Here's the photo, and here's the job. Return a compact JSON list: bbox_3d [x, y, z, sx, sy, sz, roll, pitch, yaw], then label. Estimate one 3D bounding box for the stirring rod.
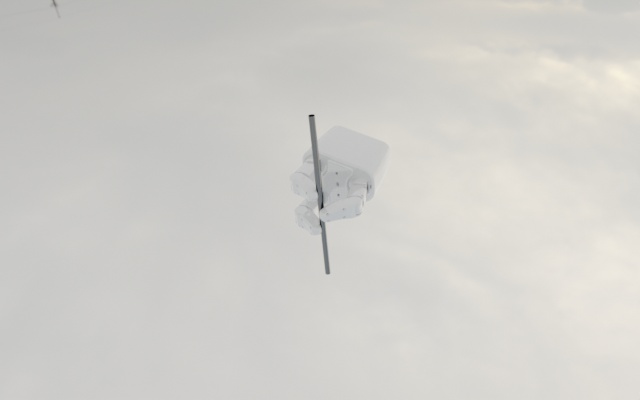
[{"bbox_3d":[0.000,0.002,0.626,0.011,0.240,0.011,-4,31,3],"label":"stirring rod"}]
